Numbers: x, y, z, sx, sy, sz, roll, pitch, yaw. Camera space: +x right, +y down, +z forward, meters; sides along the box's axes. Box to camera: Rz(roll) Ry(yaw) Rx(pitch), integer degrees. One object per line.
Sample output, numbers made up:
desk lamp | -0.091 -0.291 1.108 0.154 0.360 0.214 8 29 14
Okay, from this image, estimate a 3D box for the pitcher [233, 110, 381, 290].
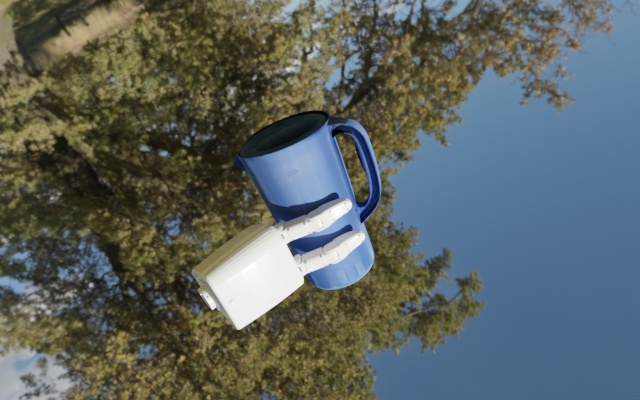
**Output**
pitcher | 0.000 0.002 0.677 0.145 0.243 0.149 -36 28 -24
